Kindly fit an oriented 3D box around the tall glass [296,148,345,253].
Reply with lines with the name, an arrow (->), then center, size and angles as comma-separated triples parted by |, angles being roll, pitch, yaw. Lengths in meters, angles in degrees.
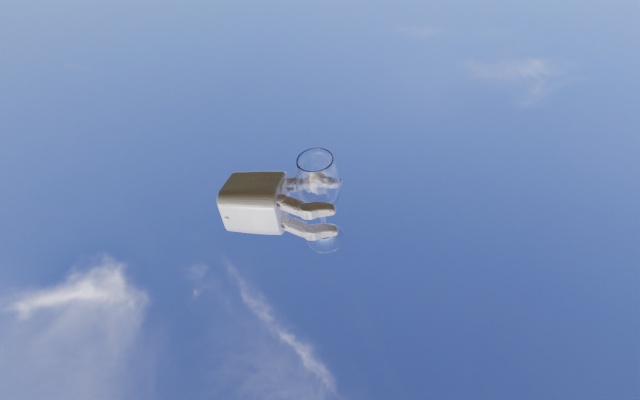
tall glass -> 0.000, 0.003, 0.852 | 0.079, 0.079, 0.201 | -4, -45, 4
